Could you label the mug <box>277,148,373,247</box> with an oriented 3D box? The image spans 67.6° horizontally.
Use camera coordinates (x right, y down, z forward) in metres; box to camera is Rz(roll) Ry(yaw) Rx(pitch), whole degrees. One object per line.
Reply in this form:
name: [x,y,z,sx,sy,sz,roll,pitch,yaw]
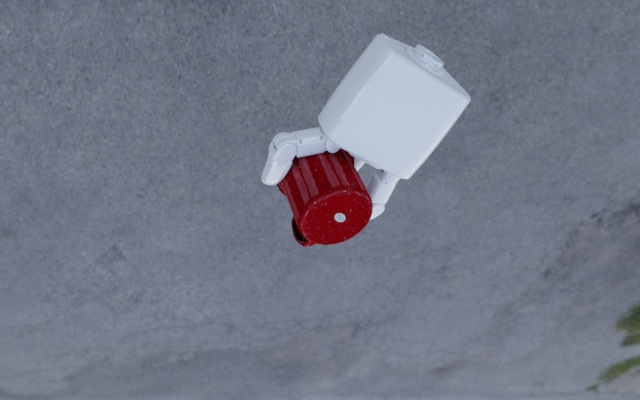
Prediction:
mug: [-0.001,0.003,0.520,0.093,0.117,0.081,13,36,-32]
